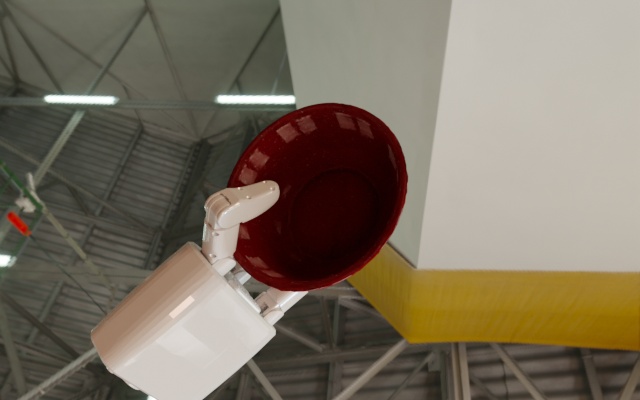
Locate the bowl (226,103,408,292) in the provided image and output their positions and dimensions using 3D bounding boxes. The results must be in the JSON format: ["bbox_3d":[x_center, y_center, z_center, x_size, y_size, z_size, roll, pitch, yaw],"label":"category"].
[{"bbox_3d":[0.001,0.001,0.401,0.162,0.162,0.055,0,-21,26],"label":"bowl"}]
